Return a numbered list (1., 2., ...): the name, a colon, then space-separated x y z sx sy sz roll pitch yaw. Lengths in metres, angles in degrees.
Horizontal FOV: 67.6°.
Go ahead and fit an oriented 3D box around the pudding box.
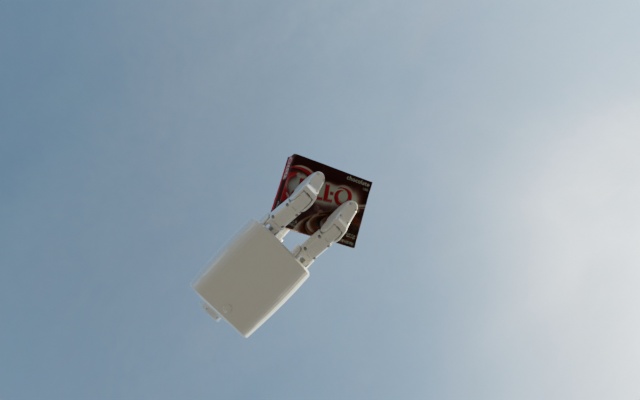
1. pudding box: 0.000 0.002 0.604 0.113 0.090 0.039 19 -7 -20
